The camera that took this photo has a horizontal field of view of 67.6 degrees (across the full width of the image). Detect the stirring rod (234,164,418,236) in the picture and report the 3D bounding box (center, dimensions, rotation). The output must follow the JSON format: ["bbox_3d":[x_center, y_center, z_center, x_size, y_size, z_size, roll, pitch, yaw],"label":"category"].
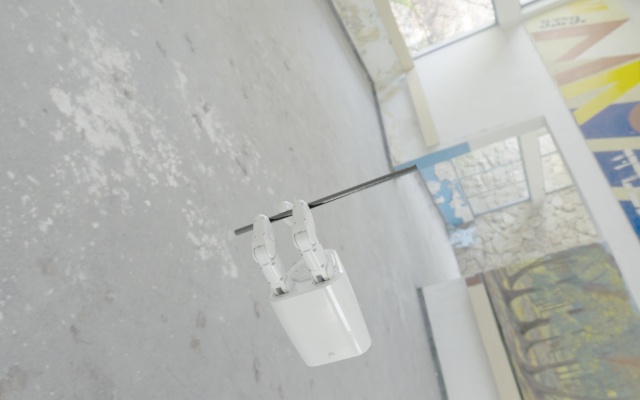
[{"bbox_3d":[0.000,0.002,0.572,0.239,0.011,0.011,-20,-6,18],"label":"stirring rod"}]
